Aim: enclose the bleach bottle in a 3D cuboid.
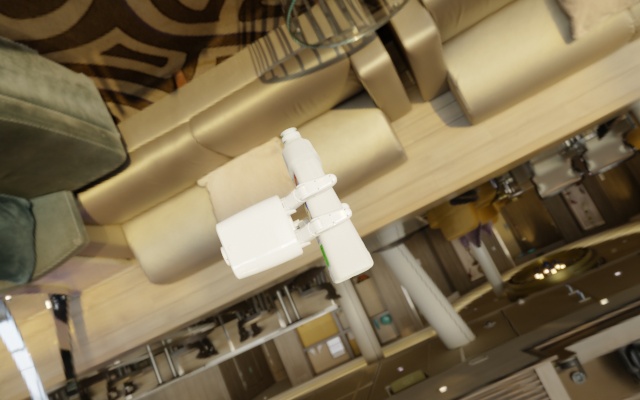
[{"bbox_3d":[0.000,0.002,0.756,0.068,0.250,0.102,-24,-12,-5],"label":"bleach bottle"}]
